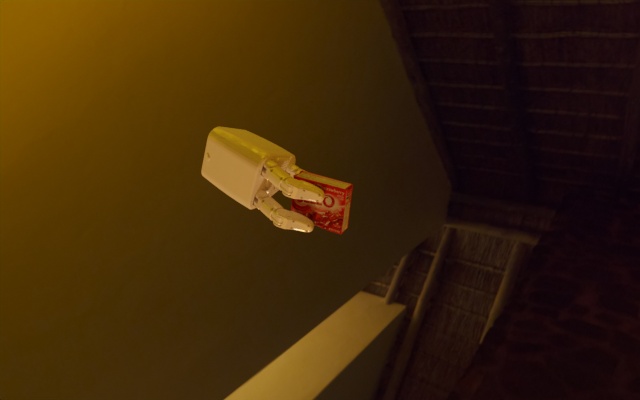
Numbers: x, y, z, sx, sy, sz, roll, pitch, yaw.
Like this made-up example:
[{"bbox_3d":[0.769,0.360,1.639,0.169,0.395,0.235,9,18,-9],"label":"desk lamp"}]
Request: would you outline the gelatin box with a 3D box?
[{"bbox_3d":[0.001,0.002,0.714,0.089,0.073,0.030,16,27,22],"label":"gelatin box"}]
